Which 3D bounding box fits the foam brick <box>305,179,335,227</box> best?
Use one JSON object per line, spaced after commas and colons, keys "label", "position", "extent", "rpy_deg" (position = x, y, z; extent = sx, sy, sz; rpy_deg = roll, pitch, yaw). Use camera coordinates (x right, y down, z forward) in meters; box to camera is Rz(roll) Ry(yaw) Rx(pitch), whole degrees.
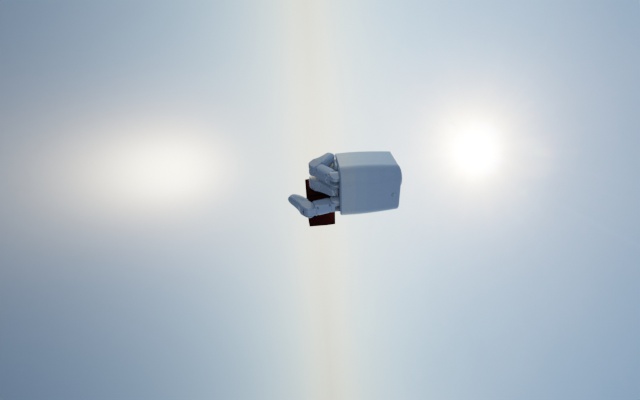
{"label": "foam brick", "position": [0.000, 0.003, 0.888], "extent": [0.051, 0.078, 0.053], "rpy_deg": [-5, 42, -3]}
